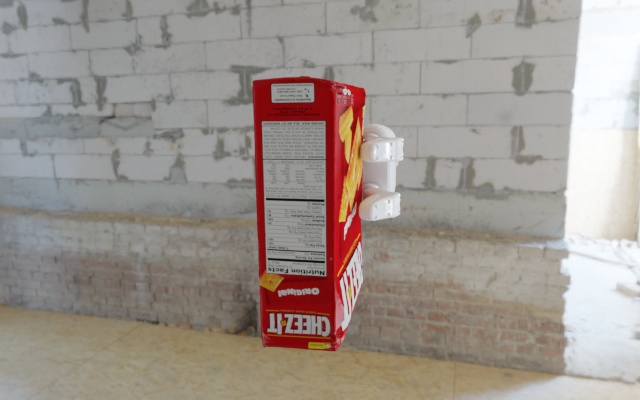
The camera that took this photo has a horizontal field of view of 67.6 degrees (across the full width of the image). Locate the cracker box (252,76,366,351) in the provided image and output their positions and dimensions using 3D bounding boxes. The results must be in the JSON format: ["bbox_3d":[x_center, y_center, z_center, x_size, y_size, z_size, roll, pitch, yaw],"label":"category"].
[{"bbox_3d":[0.000,0.001,0.437,0.072,0.214,0.164,1,11,12],"label":"cracker box"}]
